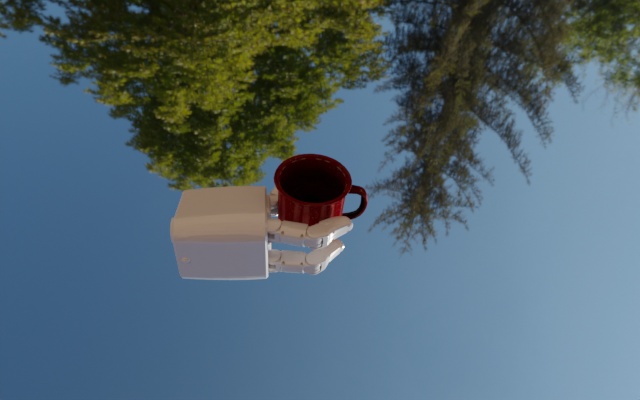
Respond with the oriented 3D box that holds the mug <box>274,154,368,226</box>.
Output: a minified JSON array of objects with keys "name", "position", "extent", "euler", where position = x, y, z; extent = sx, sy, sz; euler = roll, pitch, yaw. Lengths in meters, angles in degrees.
[{"name":"mug","position":[0.002,0.002,0.596],"extent":[0.117,0.082,0.093],"euler":[0,45,-6]}]
